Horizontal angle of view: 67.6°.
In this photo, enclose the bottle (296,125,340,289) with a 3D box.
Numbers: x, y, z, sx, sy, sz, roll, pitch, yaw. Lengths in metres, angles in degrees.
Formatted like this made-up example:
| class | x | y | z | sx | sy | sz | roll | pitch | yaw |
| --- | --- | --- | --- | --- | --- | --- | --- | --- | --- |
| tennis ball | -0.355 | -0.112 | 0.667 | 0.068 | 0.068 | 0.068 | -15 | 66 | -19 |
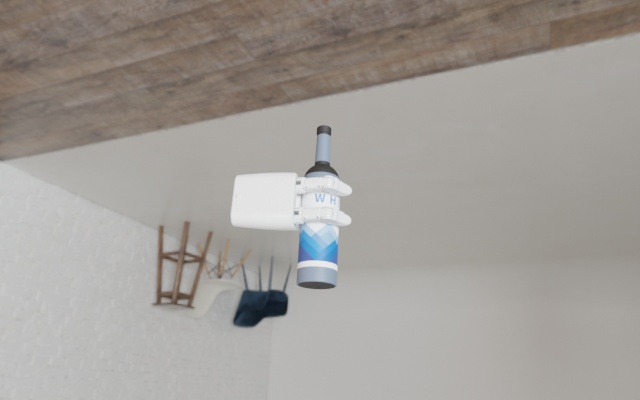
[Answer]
| class | x | y | z | sx | sy | sz | roll | pitch | yaw |
| --- | --- | --- | --- | --- | --- | --- | --- | --- | --- |
| bottle | 0.000 | 0.003 | 0.836 | 0.069 | 0.295 | 0.069 | 2 | -21 | 1 |
